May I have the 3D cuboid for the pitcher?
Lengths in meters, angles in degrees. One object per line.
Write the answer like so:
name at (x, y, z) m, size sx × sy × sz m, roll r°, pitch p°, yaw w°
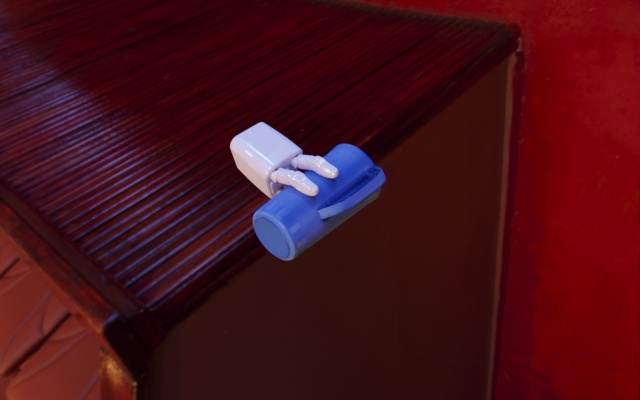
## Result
pitcher at (0.000, 0.003, 0.895) m, size 0.145 × 0.149 × 0.242 m, roll 39°, pitch 56°, yaw 19°
